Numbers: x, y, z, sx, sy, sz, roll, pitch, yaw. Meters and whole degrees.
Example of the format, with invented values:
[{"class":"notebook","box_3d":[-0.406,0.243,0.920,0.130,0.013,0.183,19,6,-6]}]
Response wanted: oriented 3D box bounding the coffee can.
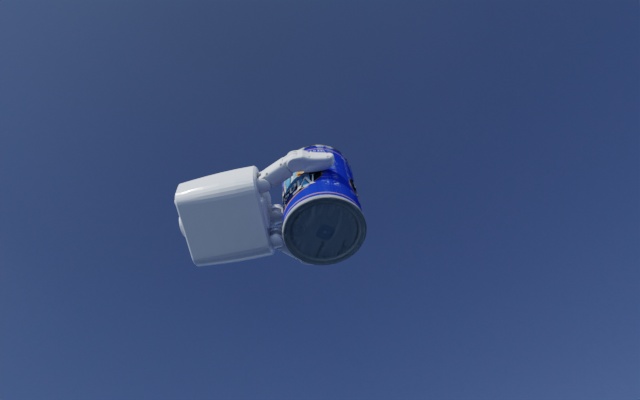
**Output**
[{"class":"coffee can","box_3d":[0.000,0.002,0.636,0.103,0.103,0.140,0,33,-5]}]
